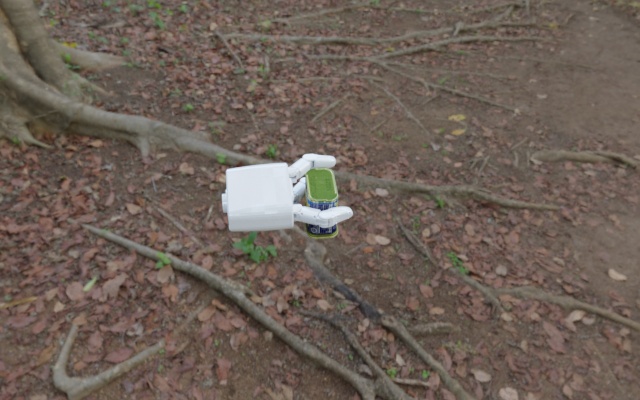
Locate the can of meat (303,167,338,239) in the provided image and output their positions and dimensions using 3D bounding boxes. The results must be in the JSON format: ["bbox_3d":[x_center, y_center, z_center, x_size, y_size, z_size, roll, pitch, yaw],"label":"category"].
[{"bbox_3d":[0.000,0.003,0.843,0.057,0.084,0.102,-3,39,-5],"label":"can of meat"}]
